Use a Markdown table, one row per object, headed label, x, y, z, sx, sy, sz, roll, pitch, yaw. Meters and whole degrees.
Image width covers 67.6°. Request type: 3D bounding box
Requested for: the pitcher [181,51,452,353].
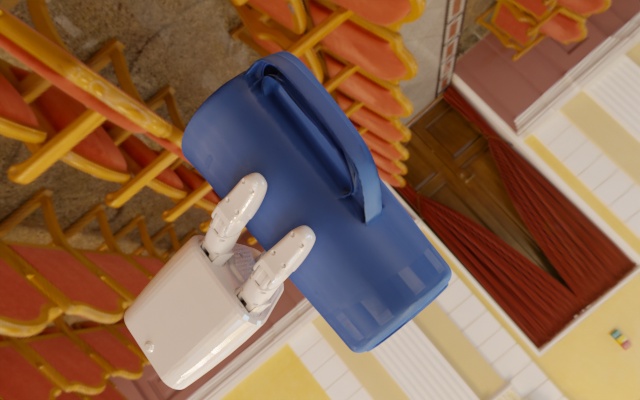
| label | x | y | z | sx | sy | sz | roll | pitch | yaw |
| --- | --- | --- | --- | --- | --- | --- | --- | --- | --- |
| pitcher | 0.000 | 0.001 | 0.414 | 0.145 | 0.242 | 0.149 | -43 | -14 | 13 |
